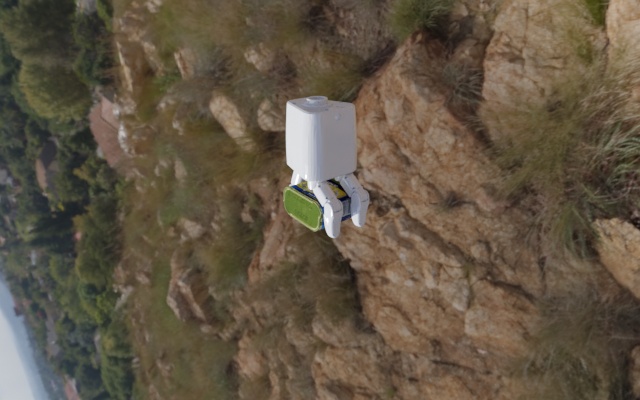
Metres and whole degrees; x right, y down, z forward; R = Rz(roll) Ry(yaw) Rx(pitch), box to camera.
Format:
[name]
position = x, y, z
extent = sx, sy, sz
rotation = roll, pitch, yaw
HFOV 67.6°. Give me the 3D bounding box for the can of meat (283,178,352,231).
[can of meat]
position = 0.000, 0.003, 0.784
extent = 0.084, 0.057, 0.102
rotation = -18, 33, -36
